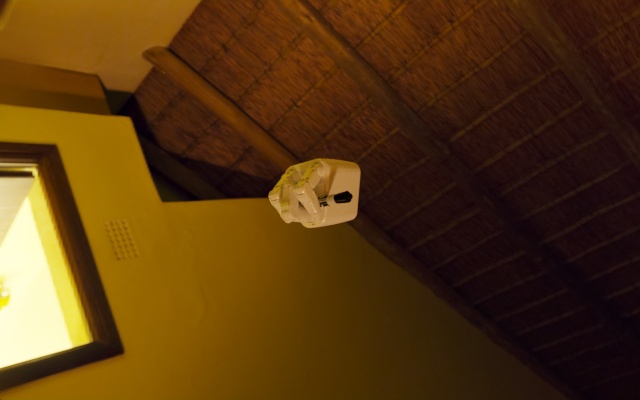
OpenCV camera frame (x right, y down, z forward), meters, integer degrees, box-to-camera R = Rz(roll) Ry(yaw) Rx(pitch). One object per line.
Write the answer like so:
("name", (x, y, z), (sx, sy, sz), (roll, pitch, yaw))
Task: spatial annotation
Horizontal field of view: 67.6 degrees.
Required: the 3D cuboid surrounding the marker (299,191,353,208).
("marker", (0.000, 0.003, 0.770), (0.121, 0.020, 0.020), (-11, -7, 37))
